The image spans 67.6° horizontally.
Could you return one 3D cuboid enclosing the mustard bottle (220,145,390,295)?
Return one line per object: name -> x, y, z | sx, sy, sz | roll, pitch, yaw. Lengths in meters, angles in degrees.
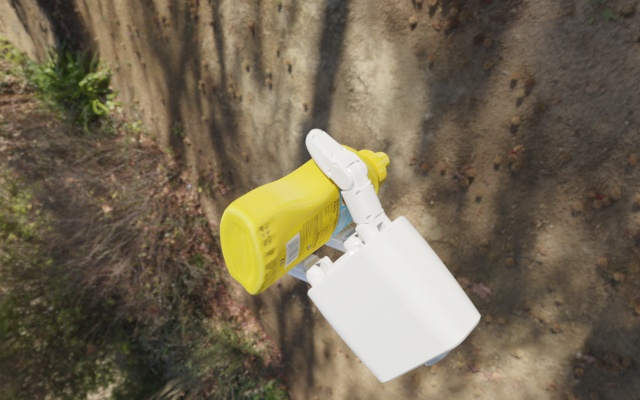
mustard bottle -> 0.000, 0.001, 0.441 | 0.058, 0.096, 0.191 | 36, 51, 28
